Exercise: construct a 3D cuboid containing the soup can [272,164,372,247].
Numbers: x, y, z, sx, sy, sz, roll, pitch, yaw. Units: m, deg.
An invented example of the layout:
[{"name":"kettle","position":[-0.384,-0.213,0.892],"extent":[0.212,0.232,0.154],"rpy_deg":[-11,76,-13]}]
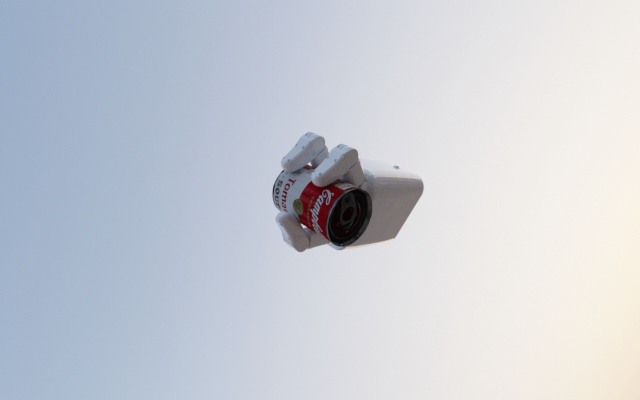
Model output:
[{"name":"soup can","position":[-0.001,0.002,0.550],"extent":[0.068,0.068,0.102],"rpy_deg":[0,20,-44]}]
